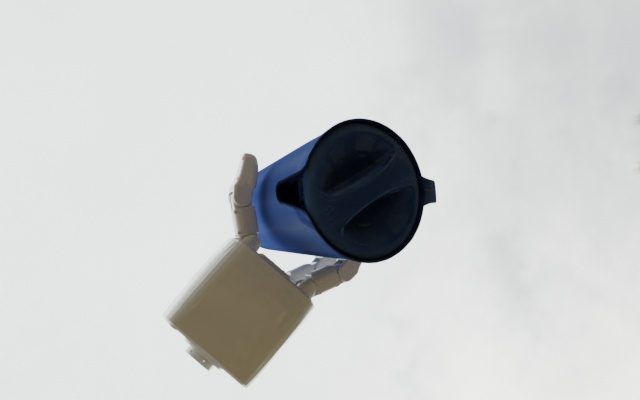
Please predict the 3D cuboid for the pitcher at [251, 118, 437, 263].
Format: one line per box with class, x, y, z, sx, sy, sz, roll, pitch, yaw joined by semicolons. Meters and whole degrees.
pitcher;0.000;0.002;0.541;0.149;0.145;0.243;45;-23;-17
